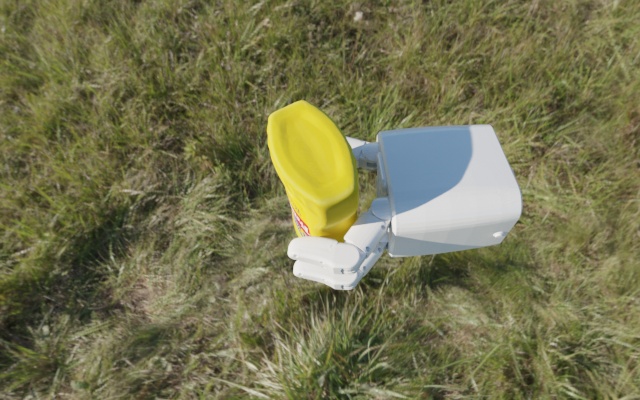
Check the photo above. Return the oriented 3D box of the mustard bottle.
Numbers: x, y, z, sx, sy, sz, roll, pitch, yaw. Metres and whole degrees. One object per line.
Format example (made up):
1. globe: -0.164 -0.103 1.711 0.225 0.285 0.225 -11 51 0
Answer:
1. mustard bottle: 0.000 0.001 0.437 0.058 0.096 0.192 -28 -24 -8
